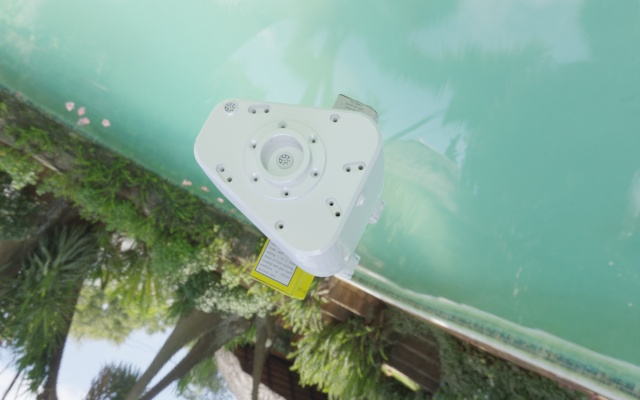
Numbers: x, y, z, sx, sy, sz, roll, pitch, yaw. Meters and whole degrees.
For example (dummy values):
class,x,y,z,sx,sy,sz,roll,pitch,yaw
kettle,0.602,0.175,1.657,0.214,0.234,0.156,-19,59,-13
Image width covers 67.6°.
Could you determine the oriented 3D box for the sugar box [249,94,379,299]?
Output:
class,x,y,z,sx,sy,sz,roll,pitch,yaw
sugar box,0.001,0.002,0.441,0.048,0.176,0.093,26,-9,10
